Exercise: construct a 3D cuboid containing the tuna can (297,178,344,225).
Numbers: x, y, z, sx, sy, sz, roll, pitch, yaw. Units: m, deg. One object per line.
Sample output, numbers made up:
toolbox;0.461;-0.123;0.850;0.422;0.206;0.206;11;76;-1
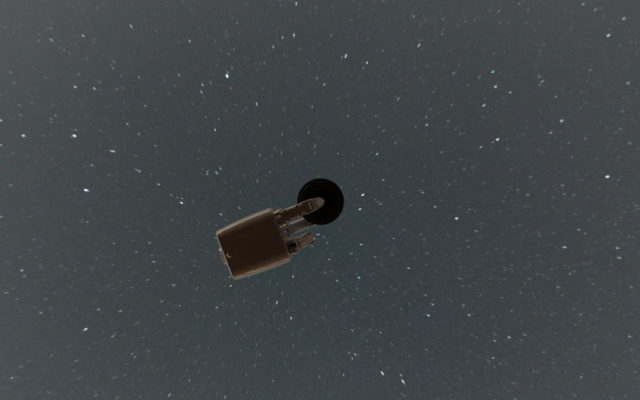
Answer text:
tuna can;0.000;0.003;0.884;0.086;0.086;0.034;0;-3;0
